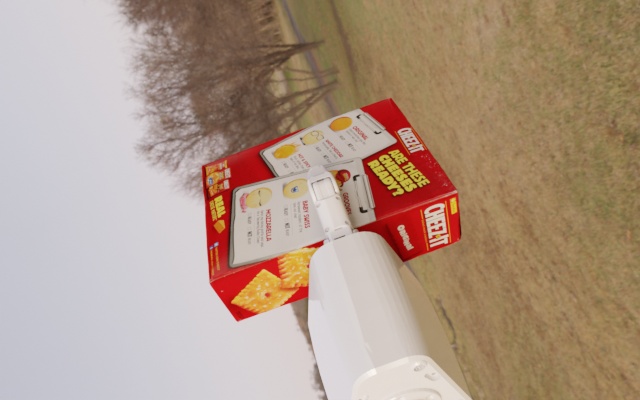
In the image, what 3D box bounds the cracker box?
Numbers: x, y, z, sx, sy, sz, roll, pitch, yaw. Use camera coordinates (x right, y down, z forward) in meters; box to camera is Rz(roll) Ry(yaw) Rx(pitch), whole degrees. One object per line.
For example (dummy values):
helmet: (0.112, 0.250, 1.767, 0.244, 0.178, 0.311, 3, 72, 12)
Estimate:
cracker box: (0.000, 0.001, 0.458, 0.214, 0.072, 0.164, -20, 42, 0)
